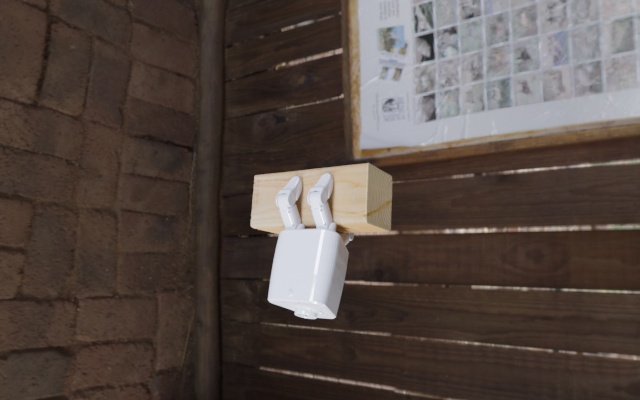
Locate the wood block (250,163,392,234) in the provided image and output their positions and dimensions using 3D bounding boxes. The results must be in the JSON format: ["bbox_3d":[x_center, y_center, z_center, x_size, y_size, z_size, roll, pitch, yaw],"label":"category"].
[{"bbox_3d":[0.000,0.003,0.757,0.206,0.090,0.091,-4,-13,31],"label":"wood block"}]
